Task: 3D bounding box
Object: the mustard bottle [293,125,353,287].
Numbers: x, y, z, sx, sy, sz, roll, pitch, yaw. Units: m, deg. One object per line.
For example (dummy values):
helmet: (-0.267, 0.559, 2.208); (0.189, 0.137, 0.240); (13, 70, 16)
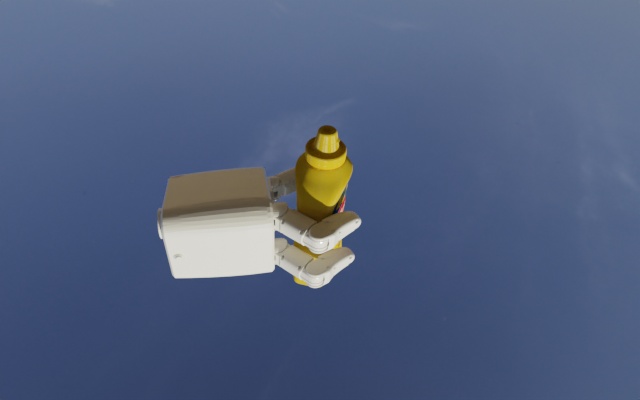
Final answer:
mustard bottle: (0.000, 0.002, 0.519); (0.058, 0.192, 0.096); (12, 44, 8)
